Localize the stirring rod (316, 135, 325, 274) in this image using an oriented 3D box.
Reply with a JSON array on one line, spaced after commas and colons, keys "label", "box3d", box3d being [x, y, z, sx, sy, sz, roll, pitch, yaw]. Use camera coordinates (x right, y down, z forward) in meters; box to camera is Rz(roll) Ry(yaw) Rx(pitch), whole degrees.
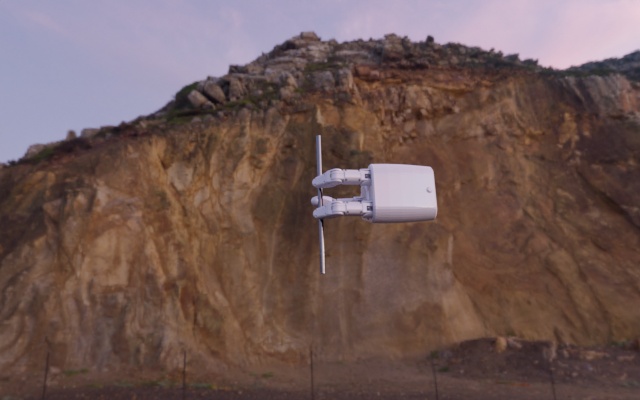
[{"label": "stirring rod", "box3d": [0.000, 0.003, 0.806, 0.011, 0.239, 0.011, -2, -16, 0]}]
